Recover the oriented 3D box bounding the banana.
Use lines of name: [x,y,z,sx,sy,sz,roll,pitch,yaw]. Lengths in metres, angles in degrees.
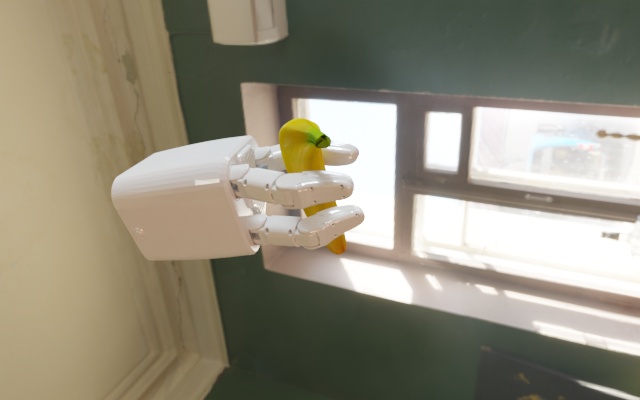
banana: [-0.007,-0.015,0.442,0.037,0.069,0.198,-21,-31,-3]
